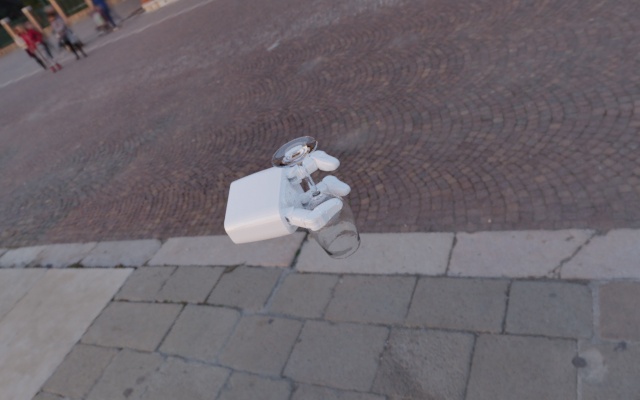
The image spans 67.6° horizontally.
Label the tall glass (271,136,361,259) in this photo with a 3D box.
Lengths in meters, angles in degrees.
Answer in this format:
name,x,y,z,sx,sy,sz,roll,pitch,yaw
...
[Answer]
name,x,y,z,sx,sy,sz,roll,pitch,yaw
tall glass,0.000,0.002,0.753,0.079,0.201,0.079,-20,33,13
